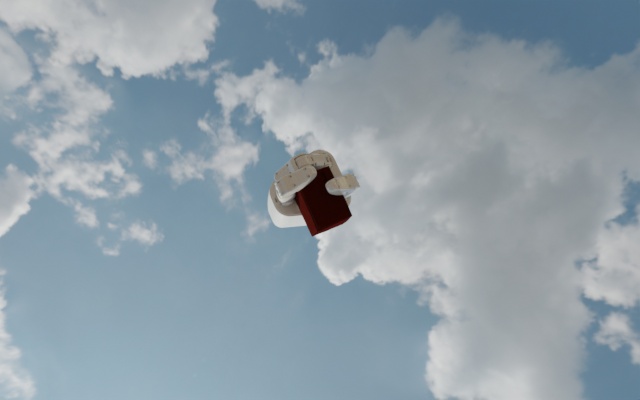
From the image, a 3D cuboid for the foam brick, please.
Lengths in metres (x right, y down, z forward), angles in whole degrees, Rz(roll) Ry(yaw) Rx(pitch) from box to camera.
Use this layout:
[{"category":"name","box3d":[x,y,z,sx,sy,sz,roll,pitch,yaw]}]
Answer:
[{"category":"foam brick","box3d":[0.000,0.002,0.648,0.053,0.078,0.051,-22,-10,-15]}]
